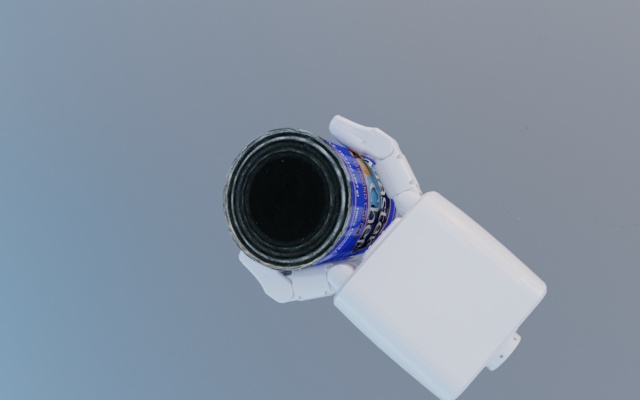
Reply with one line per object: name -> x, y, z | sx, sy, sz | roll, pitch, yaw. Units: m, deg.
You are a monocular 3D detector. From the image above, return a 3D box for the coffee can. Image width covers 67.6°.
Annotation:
coffee can -> 0.000, 0.001, 0.403 | 0.103, 0.103, 0.140 | 0, -2, 22
